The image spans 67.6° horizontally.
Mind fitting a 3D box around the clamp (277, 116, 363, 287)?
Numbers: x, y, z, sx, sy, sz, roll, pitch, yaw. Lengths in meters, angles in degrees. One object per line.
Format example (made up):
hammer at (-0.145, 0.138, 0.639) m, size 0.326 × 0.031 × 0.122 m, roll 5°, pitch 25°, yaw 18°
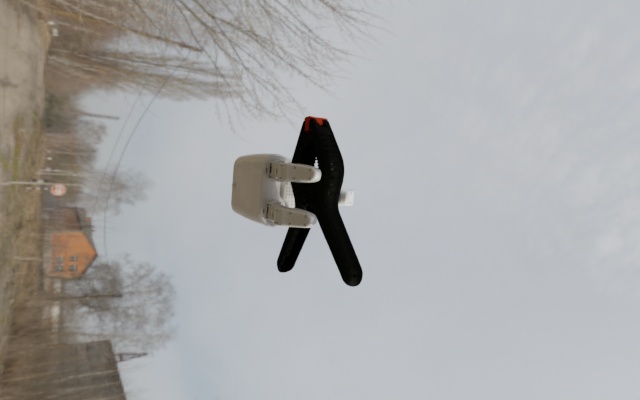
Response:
clamp at (0.001, 0.001, 0.589) m, size 0.036 × 0.210 × 0.164 m, roll 1°, pitch 5°, yaw -36°
